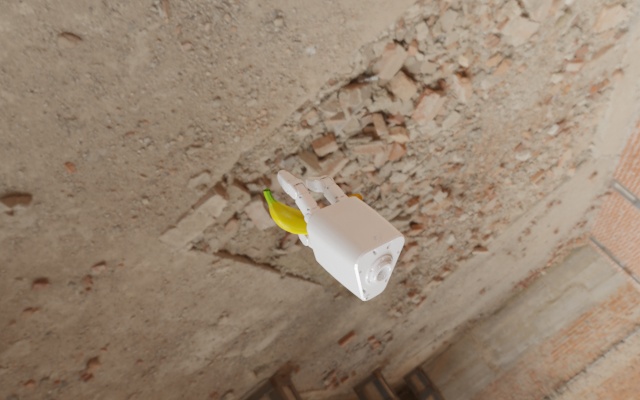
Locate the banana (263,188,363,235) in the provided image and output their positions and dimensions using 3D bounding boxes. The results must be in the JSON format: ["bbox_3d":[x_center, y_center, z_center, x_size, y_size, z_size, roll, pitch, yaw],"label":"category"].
[{"bbox_3d":[-0.006,0.021,0.767,0.198,0.069,0.037,2,12,-40],"label":"banana"}]
